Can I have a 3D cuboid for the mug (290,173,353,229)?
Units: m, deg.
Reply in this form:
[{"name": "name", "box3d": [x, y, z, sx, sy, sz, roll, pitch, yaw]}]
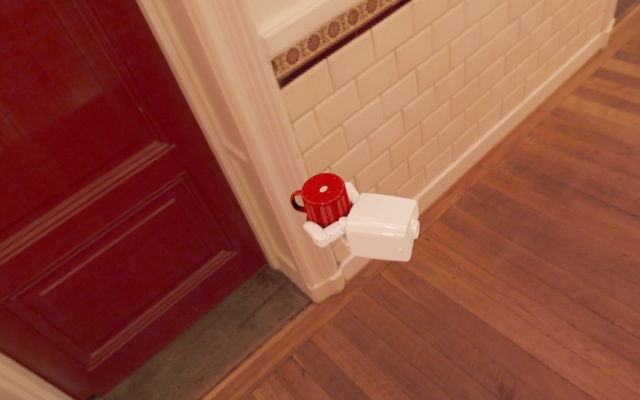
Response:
[{"name": "mug", "box3d": [-0.001, 0.003, 0.875, 0.117, 0.093, 0.082, 6, -40, 20]}]
